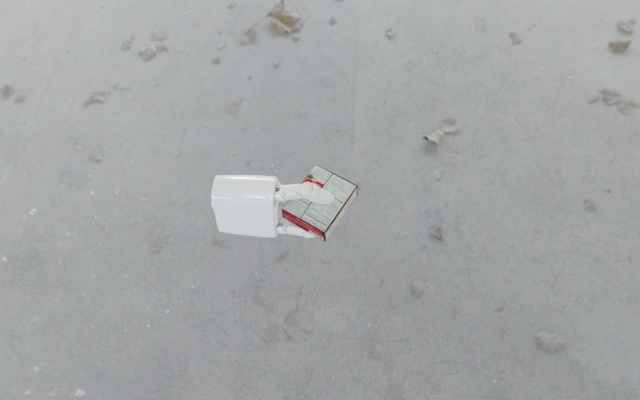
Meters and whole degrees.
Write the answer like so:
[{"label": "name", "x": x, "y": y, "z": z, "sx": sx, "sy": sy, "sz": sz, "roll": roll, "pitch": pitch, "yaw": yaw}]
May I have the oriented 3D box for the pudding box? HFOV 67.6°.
[{"label": "pudding box", "x": 0.000, "y": 0.003, "z": 0.829, "sx": 0.090, "sy": 0.113, "sz": 0.039, "roll": 29, "pitch": -23, "yaw": 16}]
